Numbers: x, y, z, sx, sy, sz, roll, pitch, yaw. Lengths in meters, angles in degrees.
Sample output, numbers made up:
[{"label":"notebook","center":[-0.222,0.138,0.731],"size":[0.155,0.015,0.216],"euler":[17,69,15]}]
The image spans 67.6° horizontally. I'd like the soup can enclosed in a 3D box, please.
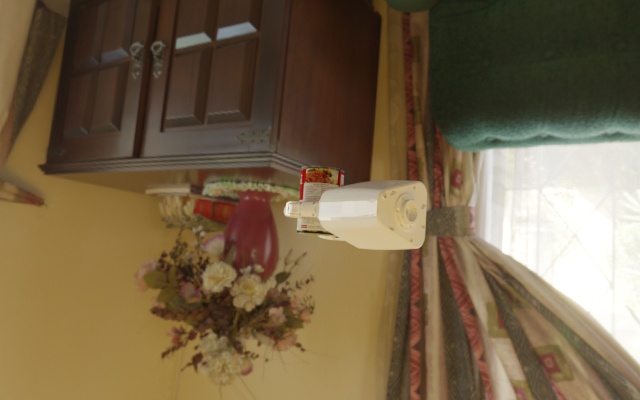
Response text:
[{"label":"soup can","center":[0.000,0.003,0.741],"size":[0.068,0.102,0.068],"euler":[4,-6,0]}]
